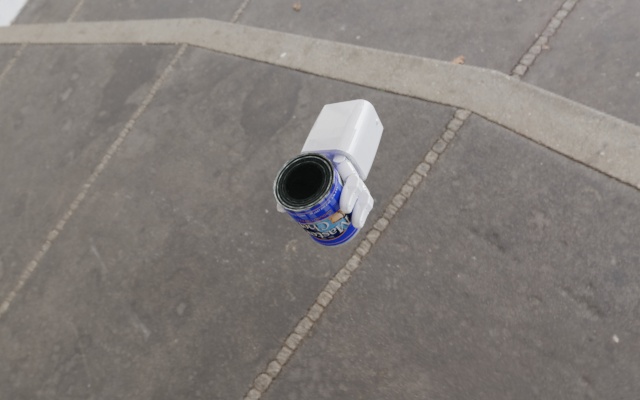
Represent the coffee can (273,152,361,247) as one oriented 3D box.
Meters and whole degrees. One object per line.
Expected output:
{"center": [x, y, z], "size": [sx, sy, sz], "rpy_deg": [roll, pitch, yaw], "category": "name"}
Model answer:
{"center": [0.000, 0.003, 0.774], "size": [0.103, 0.102, 0.140], "rpy_deg": [0, -27, 25], "category": "coffee can"}
